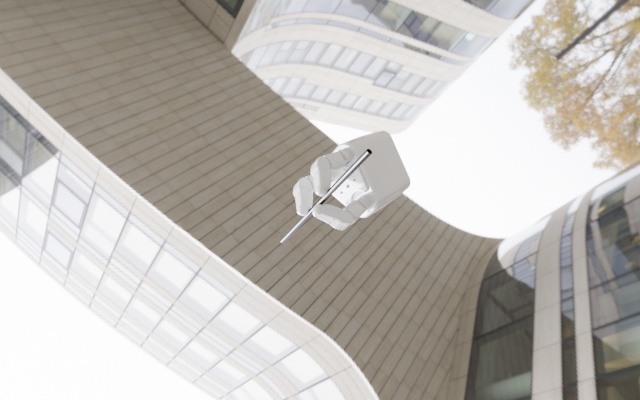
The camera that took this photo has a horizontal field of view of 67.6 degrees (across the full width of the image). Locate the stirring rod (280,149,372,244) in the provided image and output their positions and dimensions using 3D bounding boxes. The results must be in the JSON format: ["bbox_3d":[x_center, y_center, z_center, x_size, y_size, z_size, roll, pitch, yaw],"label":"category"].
[{"bbox_3d":[0.000,0.002,0.665,0.011,0.011,0.240,0,-31,-35],"label":"stirring rod"}]
